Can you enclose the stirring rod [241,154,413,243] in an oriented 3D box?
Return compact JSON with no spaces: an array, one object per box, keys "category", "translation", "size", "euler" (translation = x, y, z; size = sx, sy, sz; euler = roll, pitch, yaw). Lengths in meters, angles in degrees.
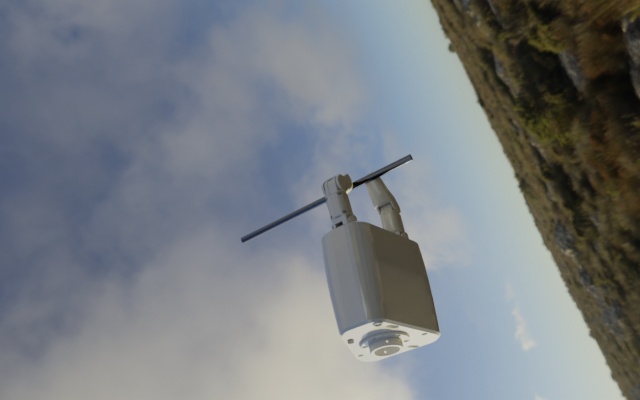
[{"category":"stirring rod","translation":[0.000,0.002,0.571],"size":[0.239,0.011,0.011],"euler":[-26,-10,22]}]
